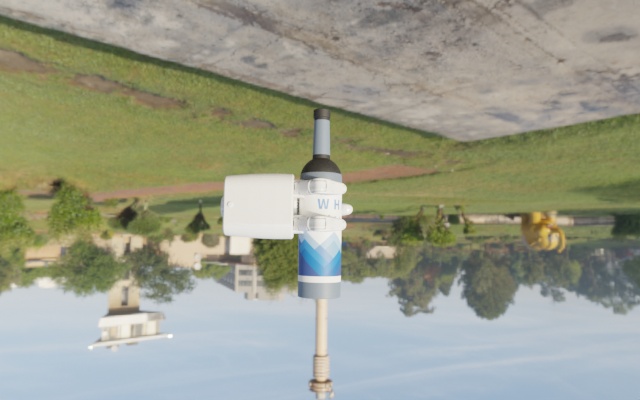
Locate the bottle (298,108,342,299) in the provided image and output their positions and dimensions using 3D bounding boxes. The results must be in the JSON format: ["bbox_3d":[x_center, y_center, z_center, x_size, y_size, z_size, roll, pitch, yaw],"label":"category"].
[{"bbox_3d":[0.000,0.003,0.752,0.069,0.295,0.069,1,-5,0],"label":"bottle"}]
